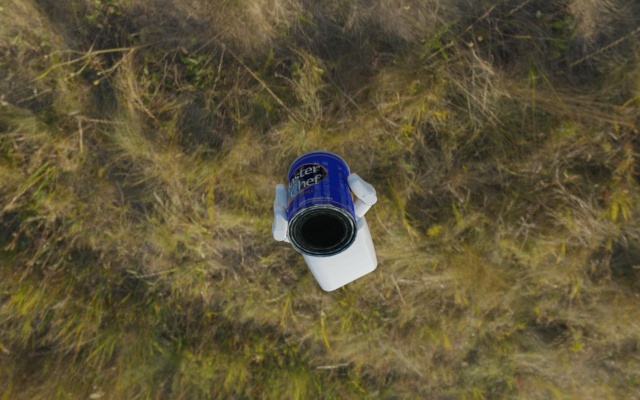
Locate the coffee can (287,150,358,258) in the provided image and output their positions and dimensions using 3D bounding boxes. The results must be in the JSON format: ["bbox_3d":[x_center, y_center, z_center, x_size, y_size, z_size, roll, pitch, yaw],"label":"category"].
[{"bbox_3d":[0.000,0.002,0.736,0.103,0.103,0.140,0,39,-3],"label":"coffee can"}]
